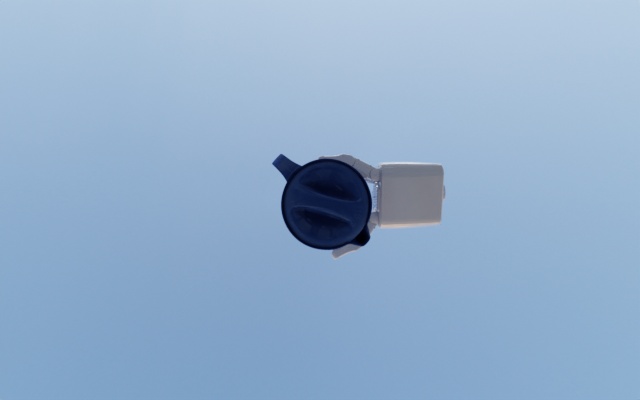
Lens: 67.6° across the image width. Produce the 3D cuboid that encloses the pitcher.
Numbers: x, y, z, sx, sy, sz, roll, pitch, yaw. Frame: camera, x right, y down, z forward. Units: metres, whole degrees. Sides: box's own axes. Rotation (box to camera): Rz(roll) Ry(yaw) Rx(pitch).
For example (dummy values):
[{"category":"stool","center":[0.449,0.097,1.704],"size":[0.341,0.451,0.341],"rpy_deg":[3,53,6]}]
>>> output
[{"category":"pitcher","center":[0.000,0.003,0.805],"size":[0.145,0.149,0.243],"rpy_deg":[-3,-2,-1]}]
